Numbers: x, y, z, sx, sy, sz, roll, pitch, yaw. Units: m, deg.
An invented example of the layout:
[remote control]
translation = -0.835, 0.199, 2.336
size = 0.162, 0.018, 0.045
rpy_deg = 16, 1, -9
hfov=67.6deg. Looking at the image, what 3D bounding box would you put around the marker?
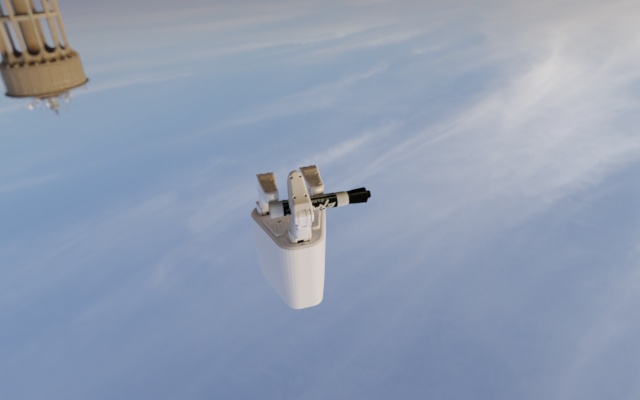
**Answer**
[marker]
translation = 0.000, 0.002, 0.556
size = 0.121, 0.020, 0.020
rpy_deg = -9, 2, -11
